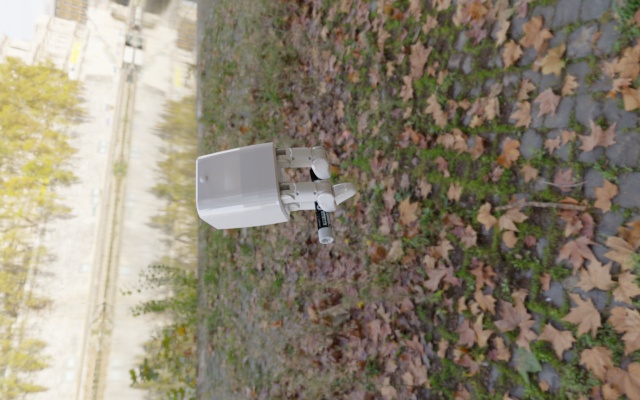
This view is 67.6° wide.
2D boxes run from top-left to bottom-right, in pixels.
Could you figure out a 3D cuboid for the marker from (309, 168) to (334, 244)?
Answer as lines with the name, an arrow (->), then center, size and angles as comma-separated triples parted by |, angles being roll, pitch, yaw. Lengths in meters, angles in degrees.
marker -> 0.000, 0.002, 0.663 | 0.020, 0.121, 0.020 | -7, -31, -4
